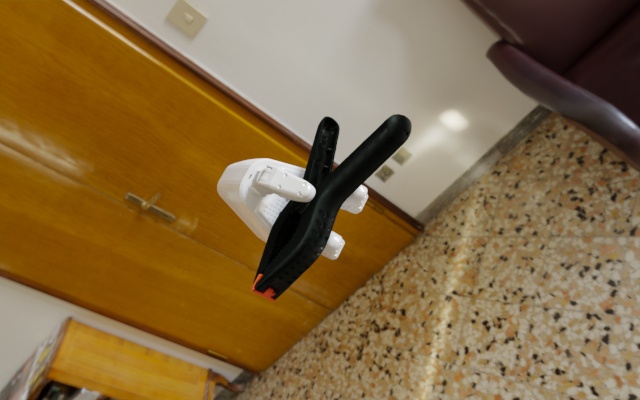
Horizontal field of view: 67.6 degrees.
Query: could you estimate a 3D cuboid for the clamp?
[{"bbox_3d":[-0.001,0.002,0.460,0.036,0.210,0.164,32,-11,-23],"label":"clamp"}]
